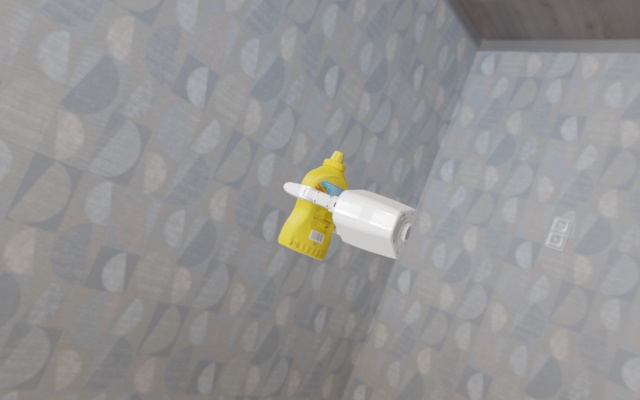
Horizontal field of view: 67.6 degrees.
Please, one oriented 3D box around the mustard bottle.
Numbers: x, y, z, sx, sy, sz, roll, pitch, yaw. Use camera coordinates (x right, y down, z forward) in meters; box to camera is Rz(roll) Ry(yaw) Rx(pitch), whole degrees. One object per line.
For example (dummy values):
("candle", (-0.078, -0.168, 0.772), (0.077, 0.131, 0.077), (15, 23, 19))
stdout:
("mustard bottle", (0.000, 0.003, 0.848), (0.096, 0.191, 0.058), (26, -7, -39))
